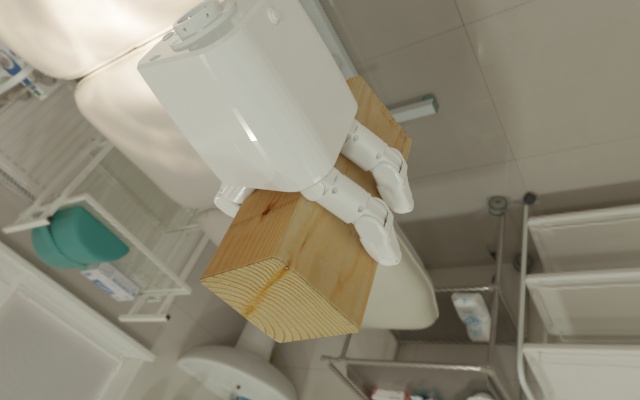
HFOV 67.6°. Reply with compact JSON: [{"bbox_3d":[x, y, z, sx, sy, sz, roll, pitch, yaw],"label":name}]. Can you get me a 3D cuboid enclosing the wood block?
[{"bbox_3d":[0.000,0.001,0.402,0.091,0.206,0.090,-21,-56,40],"label":"wood block"}]
